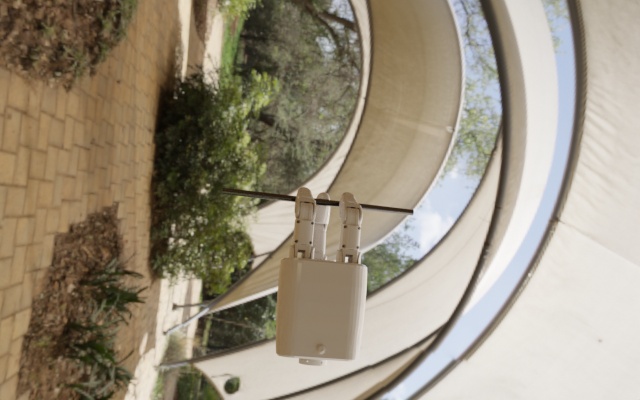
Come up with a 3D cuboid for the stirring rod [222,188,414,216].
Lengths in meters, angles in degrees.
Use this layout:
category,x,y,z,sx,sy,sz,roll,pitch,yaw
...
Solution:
category,x,y,z,sx,sy,sz,roll,pitch,yaw
stirring rod,0.000,0.002,0.595,0.239,0.011,0.011,7,-1,-8
